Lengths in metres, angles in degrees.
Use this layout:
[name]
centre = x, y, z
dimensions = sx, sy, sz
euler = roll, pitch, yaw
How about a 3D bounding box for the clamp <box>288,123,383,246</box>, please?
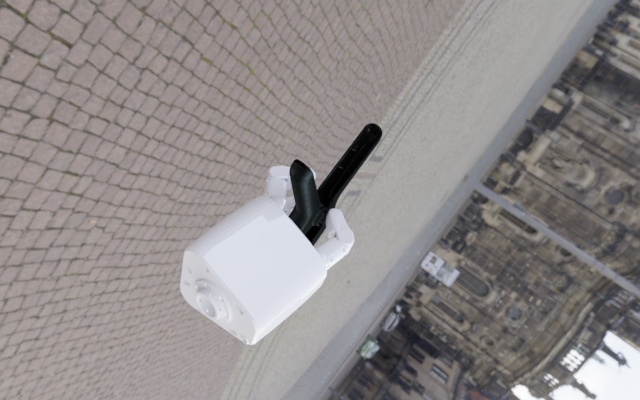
[clamp]
centre = 0.000, 0.003, 0.586
dimensions = 0.036, 0.210, 0.164
euler = 39, 46, 18
